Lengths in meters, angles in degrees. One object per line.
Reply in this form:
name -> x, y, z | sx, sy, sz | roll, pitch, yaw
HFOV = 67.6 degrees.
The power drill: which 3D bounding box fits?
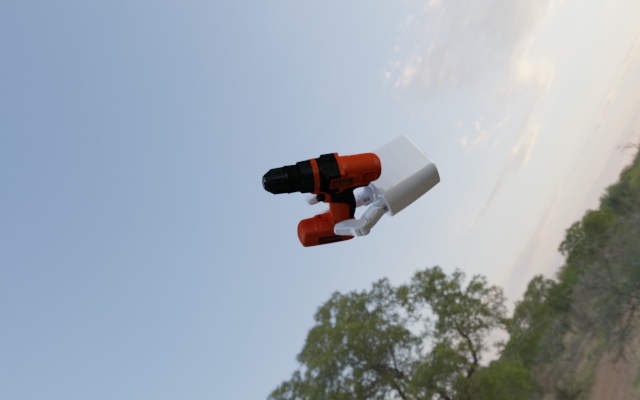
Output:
power drill -> 0.000, 0.003, 0.777 | 0.184, 0.057, 0.188 | -8, -36, -9
